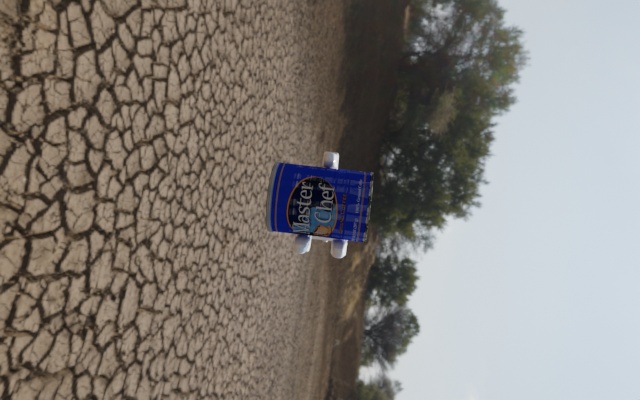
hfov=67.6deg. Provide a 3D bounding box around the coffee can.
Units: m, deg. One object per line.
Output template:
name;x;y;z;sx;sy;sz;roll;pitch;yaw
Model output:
coffee can;0.000;0.002;0.688;0.140;0.103;0.103;7;0;4
